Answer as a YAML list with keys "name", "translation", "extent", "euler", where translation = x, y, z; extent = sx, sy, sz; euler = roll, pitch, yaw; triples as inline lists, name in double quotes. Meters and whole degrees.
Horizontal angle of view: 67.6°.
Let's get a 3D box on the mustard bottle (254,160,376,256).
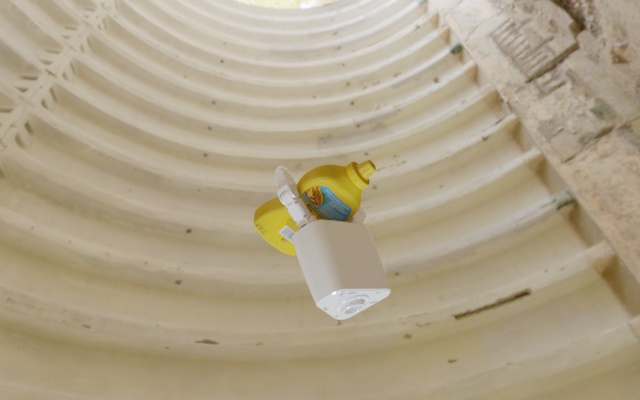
- name: "mustard bottle"
  translation: [0.000, 0.002, 0.695]
  extent: [0.192, 0.058, 0.096]
  euler: [-35, -59, 23]
